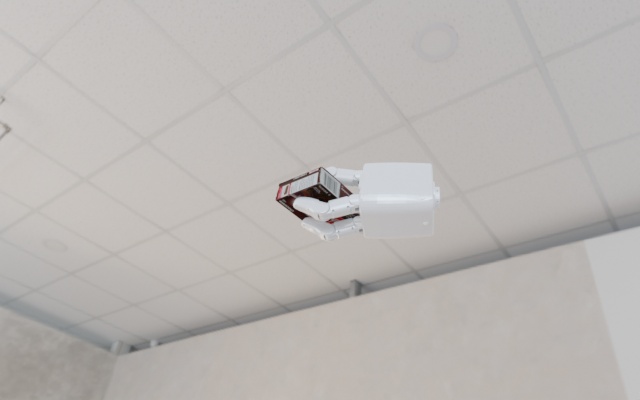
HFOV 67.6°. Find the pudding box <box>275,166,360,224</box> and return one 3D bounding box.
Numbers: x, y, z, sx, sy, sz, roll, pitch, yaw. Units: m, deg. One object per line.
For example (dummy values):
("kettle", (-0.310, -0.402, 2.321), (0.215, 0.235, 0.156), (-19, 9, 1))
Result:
("pudding box", (0.000, 0.002, 0.752), (0.090, 0.039, 0.113), (-21, -46, 33))
